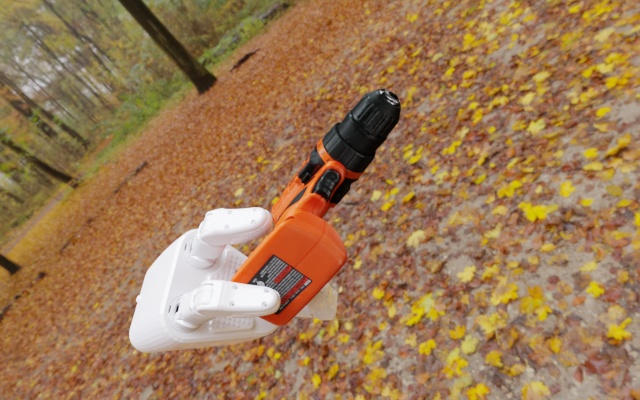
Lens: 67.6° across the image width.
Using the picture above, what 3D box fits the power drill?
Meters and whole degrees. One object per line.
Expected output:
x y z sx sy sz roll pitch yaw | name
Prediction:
0.000 0.002 0.411 0.057 0.184 0.187 35 32 -7 | power drill
